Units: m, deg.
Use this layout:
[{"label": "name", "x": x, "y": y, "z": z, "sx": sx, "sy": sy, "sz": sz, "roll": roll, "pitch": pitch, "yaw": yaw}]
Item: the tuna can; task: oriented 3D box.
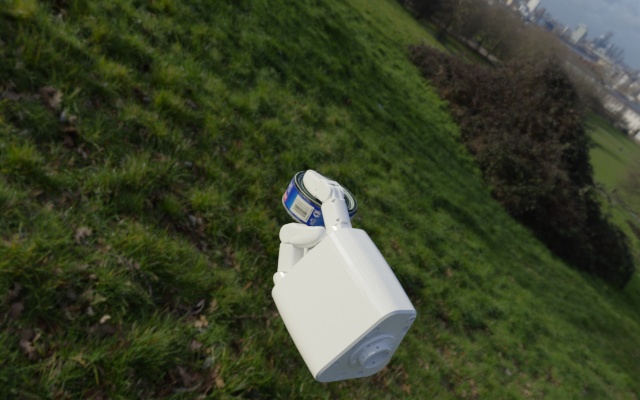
[{"label": "tuna can", "x": 0.000, "y": 0.001, "z": 0.567, "sx": 0.086, "sy": 0.034, "sz": 0.086, "roll": 23, "pitch": 26, "yaw": -12}]
